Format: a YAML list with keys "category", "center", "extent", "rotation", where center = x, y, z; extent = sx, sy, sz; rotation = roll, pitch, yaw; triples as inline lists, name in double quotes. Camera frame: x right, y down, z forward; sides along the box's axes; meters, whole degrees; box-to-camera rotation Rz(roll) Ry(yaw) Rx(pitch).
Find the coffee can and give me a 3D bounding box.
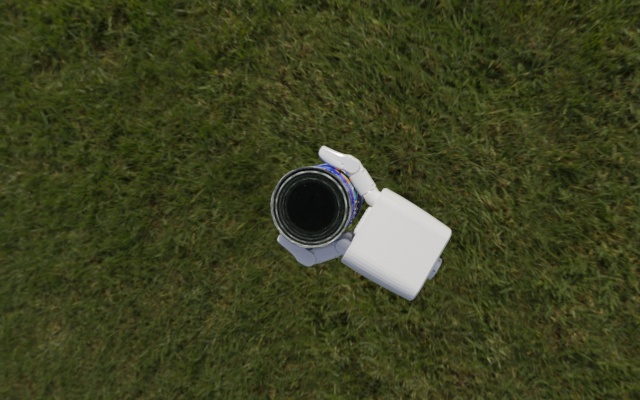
- category: "coffee can"
  center: [0.000, 0.002, 0.655]
  extent: [0.103, 0.103, 0.140]
  rotation: [0, 5, 11]
